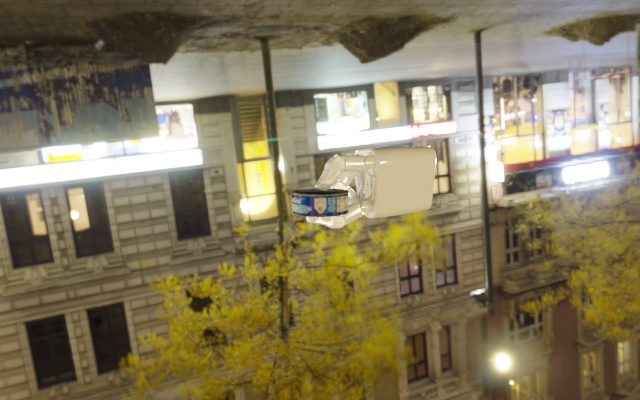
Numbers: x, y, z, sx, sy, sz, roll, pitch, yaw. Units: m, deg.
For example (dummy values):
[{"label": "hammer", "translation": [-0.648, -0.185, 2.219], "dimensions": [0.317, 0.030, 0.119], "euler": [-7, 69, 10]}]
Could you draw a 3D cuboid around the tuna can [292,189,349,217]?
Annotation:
[{"label": "tuna can", "translation": [0.000, 0.003, 0.713], "dimensions": [0.086, 0.034, 0.086], "euler": [-1, 7, 0]}]
